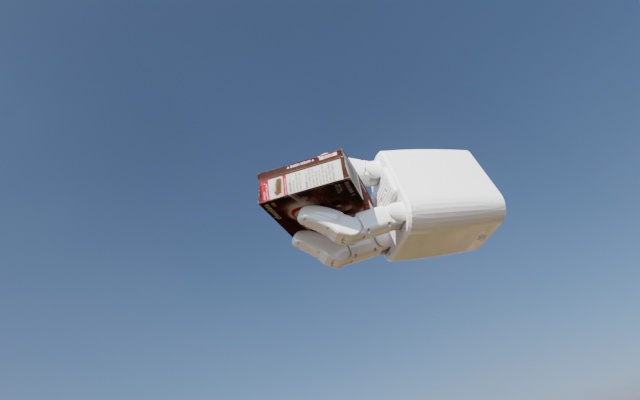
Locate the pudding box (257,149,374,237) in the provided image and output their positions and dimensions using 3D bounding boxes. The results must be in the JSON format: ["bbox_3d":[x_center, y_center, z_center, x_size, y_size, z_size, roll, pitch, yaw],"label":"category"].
[{"bbox_3d":[0.000,0.001,0.480,0.090,0.039,0.113,-16,-32,13],"label":"pudding box"}]
